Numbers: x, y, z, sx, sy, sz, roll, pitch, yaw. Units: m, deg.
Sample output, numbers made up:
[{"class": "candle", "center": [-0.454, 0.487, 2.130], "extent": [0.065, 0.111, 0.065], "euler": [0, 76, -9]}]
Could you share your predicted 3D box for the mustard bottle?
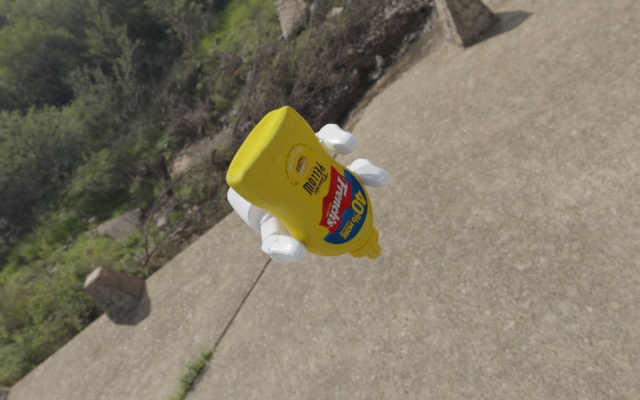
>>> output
[{"class": "mustard bottle", "center": [0.000, 0.001, 0.491], "extent": [0.058, 0.096, 0.192], "euler": [-8, -44, 49]}]
